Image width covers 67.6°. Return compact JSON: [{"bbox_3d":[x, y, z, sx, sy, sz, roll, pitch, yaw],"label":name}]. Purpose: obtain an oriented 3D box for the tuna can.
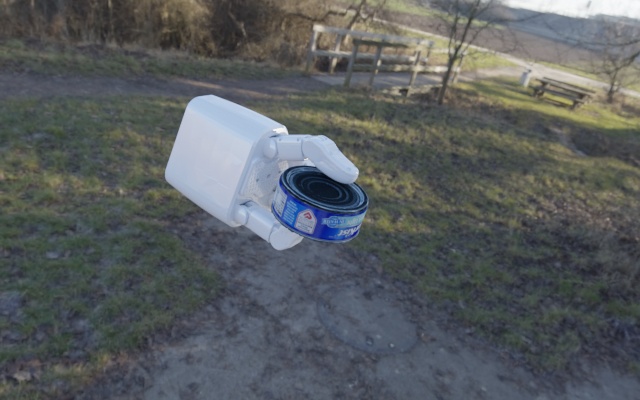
[{"bbox_3d":[0.000,0.001,0.438,0.086,0.034,0.086,15,27,-8],"label":"tuna can"}]
